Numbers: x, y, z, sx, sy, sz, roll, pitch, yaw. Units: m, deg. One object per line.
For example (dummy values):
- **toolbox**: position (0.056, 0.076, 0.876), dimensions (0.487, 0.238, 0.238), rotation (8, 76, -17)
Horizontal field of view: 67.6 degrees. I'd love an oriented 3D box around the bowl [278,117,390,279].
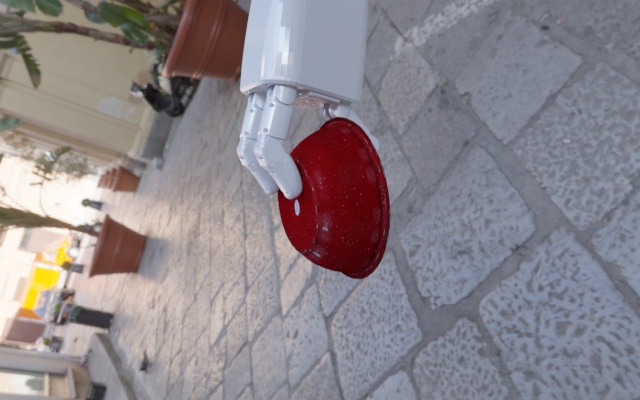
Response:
- **bowl**: position (0.000, 0.003, 0.464), dimensions (0.055, 0.162, 0.162), rotation (-9, 4, -26)
